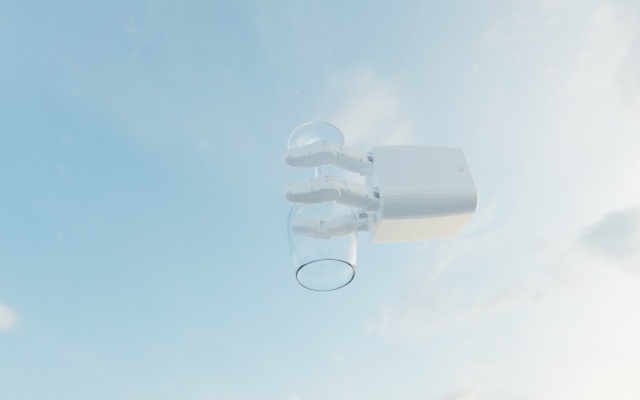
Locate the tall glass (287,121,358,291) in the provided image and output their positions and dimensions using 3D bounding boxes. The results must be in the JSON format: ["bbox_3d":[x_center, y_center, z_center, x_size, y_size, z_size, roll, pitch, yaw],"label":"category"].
[{"bbox_3d":[0.000,0.001,0.551,0.079,0.200,0.079,-2,-41,-2],"label":"tall glass"}]
